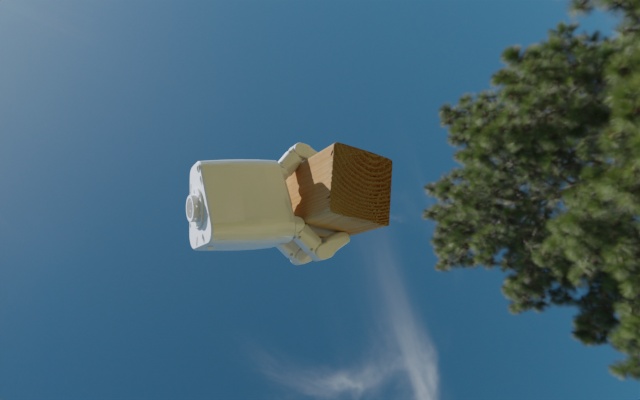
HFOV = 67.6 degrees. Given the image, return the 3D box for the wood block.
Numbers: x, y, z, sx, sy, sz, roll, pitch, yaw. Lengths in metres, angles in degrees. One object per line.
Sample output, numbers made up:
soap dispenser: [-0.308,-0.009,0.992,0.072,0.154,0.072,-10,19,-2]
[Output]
wood block: [0.000,0.002,0.662,0.090,0.090,0.206,14,-19,-28]
